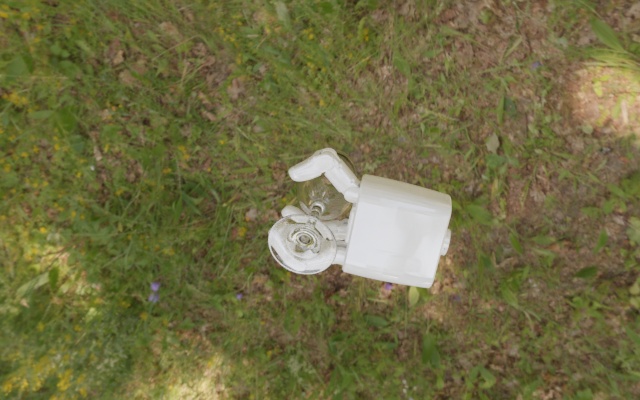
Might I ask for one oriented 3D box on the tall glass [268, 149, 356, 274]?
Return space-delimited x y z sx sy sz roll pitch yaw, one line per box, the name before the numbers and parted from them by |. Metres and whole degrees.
tall glass | 0.000 0.002 0.585 0.079 0.079 0.201 0 27 12
